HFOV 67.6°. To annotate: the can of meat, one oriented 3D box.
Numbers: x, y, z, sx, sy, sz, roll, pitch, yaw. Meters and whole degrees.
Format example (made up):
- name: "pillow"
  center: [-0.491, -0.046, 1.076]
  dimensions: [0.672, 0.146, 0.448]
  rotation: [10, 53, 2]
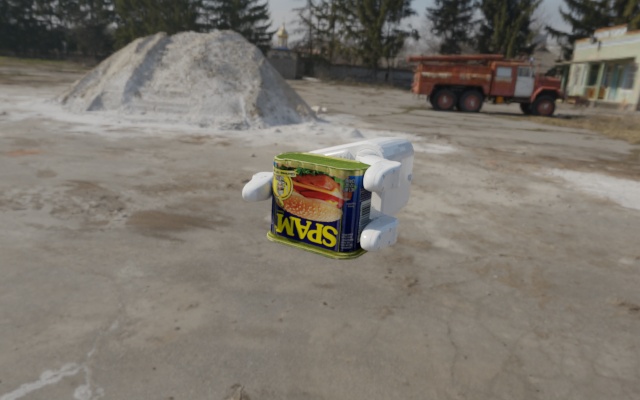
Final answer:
- name: "can of meat"
  center: [0.000, 0.001, 0.461]
  dimensions: [0.102, 0.084, 0.057]
  rotation: [13, 17, 30]
